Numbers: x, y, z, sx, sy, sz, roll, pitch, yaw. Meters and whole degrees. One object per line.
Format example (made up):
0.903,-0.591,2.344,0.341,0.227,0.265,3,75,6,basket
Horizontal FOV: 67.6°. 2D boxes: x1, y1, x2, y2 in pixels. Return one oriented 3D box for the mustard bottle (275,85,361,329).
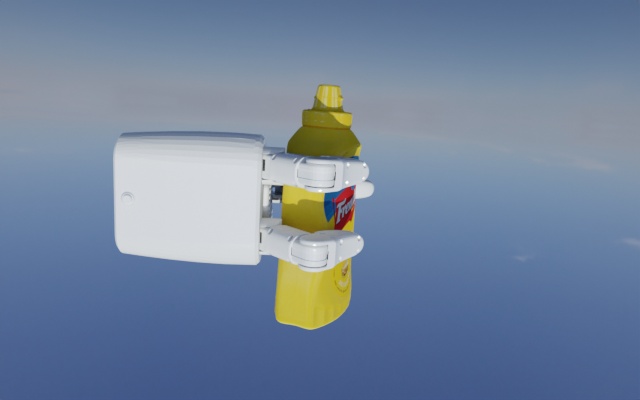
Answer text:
0.000,0.002,0.401,0.058,0.192,0.096,8,12,22,mustard bottle
